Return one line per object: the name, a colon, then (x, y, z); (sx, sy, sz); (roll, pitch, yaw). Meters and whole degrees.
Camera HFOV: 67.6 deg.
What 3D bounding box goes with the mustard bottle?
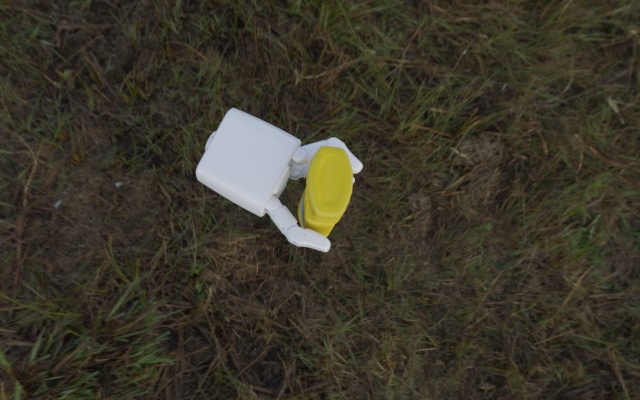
mustard bottle: (0.000, 0.002, 0.675); (0.058, 0.096, 0.192); (4, -18, -7)
